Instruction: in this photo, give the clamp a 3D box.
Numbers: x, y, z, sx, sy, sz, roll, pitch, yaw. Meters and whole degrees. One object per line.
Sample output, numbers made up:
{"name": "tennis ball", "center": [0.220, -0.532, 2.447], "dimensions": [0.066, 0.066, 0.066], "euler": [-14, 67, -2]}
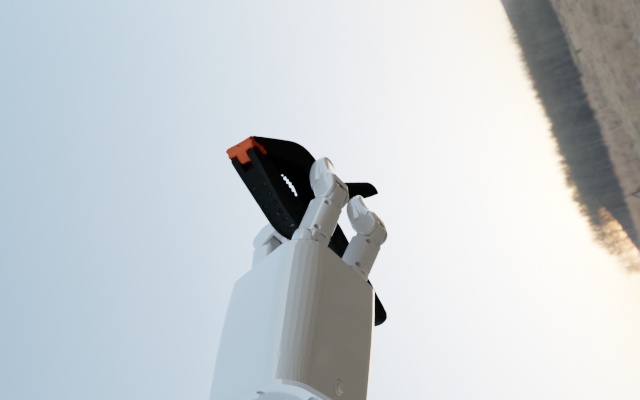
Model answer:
{"name": "clamp", "center": [-0.001, 0.002, 0.444], "dimensions": [0.036, 0.164, 0.210], "euler": [-25, -51, 29]}
